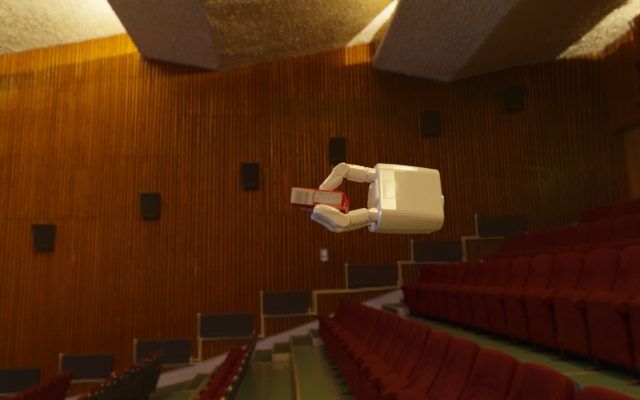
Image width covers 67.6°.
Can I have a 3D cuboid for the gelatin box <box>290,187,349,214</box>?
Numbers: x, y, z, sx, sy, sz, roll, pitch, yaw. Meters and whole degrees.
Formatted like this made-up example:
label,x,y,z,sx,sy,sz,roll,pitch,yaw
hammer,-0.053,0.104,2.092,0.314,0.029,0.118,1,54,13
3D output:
label,x,y,z,sx,sy,sz,roll,pitch,yaw
gelatin box,0.000,0.002,0.800,0.089,0.030,0.073,6,-9,9
